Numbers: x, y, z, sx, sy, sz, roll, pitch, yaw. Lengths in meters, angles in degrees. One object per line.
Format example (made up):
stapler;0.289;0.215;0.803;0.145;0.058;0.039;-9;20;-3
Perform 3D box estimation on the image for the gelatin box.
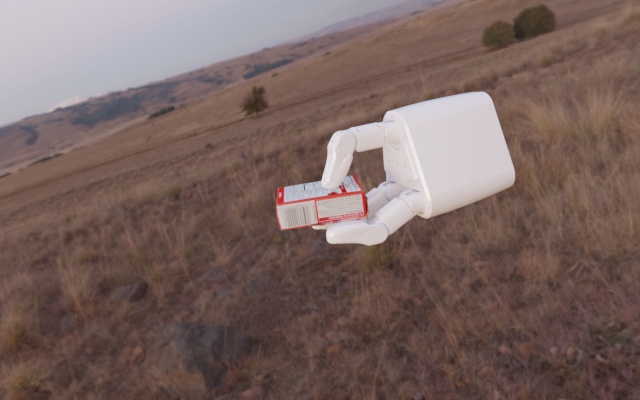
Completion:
gelatin box;0.000;0.001;0.494;0.089;0.030;0.073;-9;15;-2
